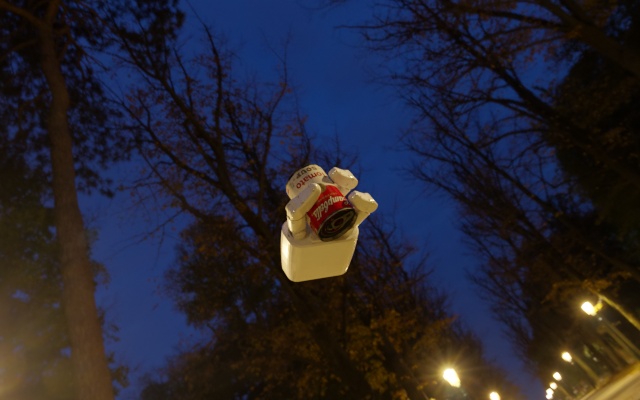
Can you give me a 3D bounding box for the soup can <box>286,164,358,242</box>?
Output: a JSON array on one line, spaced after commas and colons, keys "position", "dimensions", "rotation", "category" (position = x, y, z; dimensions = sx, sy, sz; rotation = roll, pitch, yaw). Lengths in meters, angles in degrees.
[{"position": [0.000, 0.002, 0.715], "dimensions": [0.068, 0.068, 0.102], "rotation": [0, 42, -44], "category": "soup can"}]
